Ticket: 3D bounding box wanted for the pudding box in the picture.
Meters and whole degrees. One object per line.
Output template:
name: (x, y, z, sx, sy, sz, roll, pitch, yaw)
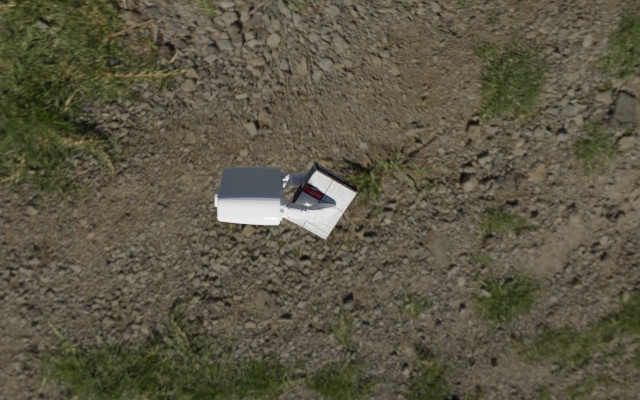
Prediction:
pudding box: (0.000, 0.003, 0.852, 0.090, 0.113, 0.039, 29, 20, -14)
